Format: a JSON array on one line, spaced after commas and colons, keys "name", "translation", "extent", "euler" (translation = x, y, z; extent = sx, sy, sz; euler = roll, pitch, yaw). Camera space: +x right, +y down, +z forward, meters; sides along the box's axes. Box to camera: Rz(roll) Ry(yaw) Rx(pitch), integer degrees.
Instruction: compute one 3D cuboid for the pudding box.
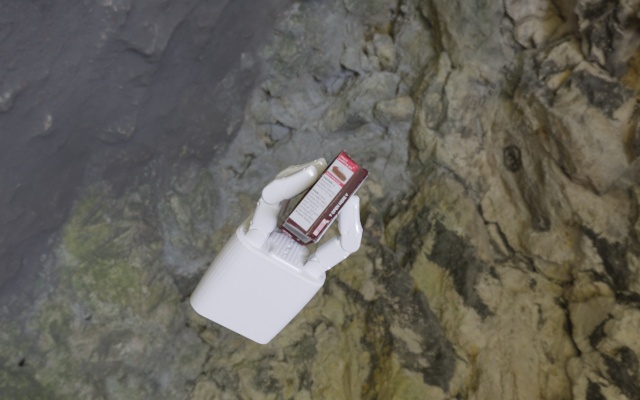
[{"name": "pudding box", "translation": [0.000, 0.002, 0.499], "extent": [0.039, 0.090, 0.113], "euler": [39, -10, -4]}]
